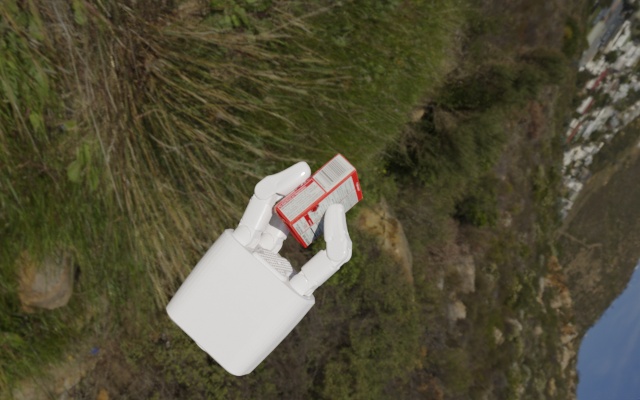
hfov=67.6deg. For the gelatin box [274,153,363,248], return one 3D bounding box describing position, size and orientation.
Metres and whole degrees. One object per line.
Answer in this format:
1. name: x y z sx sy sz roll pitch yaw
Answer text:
1. gelatin box: 0.001 0.002 0.502 0.089 0.030 0.073 -40 -24 -6
